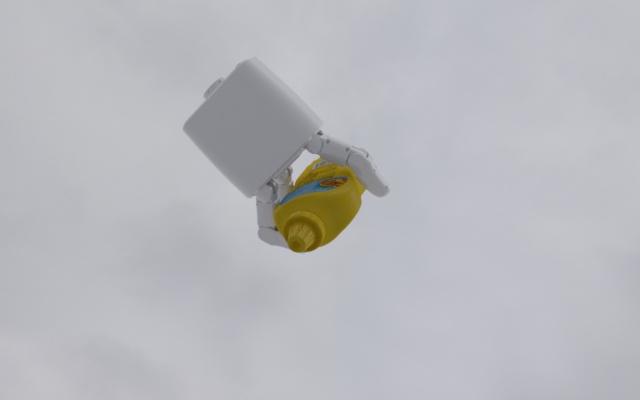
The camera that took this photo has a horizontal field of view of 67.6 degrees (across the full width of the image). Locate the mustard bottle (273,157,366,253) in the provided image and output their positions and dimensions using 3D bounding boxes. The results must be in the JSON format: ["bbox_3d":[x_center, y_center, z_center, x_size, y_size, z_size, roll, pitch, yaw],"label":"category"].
[{"bbox_3d":[0.000,0.002,0.526,0.096,0.058,0.191,-15,19,21],"label":"mustard bottle"}]
